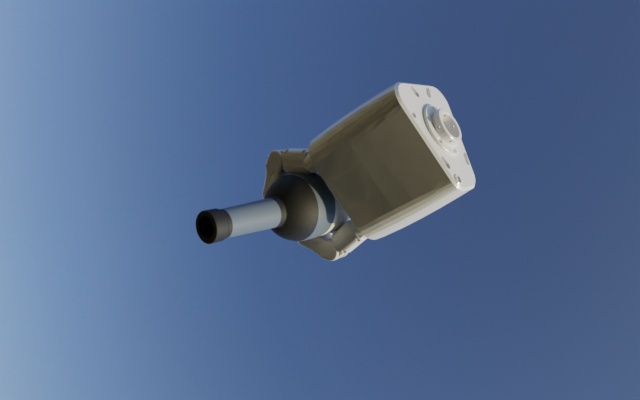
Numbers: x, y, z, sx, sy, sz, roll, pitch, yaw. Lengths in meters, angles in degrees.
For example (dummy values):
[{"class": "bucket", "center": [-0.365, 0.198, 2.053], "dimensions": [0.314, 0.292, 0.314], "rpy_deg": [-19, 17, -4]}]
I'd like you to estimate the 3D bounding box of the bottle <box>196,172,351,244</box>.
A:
[{"class": "bottle", "center": [0.000, 0.002, 0.494], "dimensions": [0.069, 0.069, 0.295], "rpy_deg": [0, 8, 39]}]
